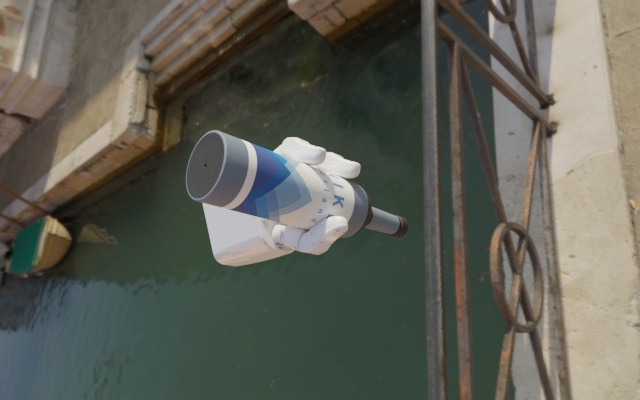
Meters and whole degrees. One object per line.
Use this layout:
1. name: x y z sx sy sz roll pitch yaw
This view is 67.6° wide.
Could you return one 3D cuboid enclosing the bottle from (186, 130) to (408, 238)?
1. bottle: 0.000 0.002 0.527 0.296 0.069 0.069 18 -12 -42
